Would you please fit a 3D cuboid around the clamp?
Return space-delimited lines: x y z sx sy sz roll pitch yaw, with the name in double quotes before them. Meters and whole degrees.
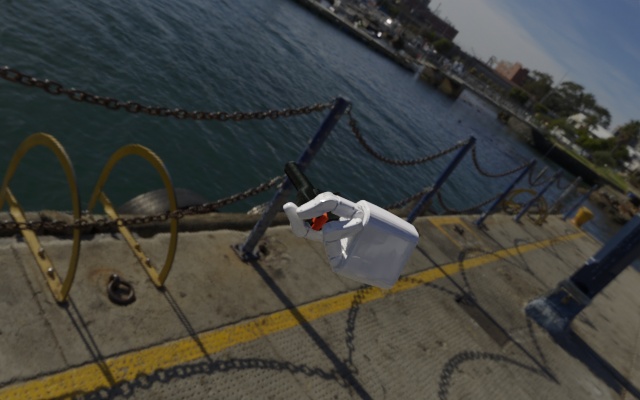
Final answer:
"clamp" 0.000 0.002 0.790 0.120 0.039 0.171 24 25 -25
